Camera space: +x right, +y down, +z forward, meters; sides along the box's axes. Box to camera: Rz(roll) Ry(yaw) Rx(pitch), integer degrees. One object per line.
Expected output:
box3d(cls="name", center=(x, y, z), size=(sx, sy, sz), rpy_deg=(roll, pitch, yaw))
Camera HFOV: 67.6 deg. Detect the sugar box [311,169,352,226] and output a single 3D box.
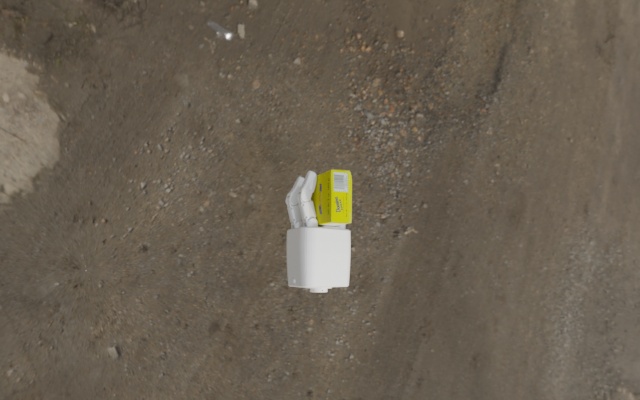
box3d(cls="sugar box", center=(0.000, 0.003, 0.885), size=(0.048, 0.093, 0.176), rpy_deg=(5, -9, -25))
